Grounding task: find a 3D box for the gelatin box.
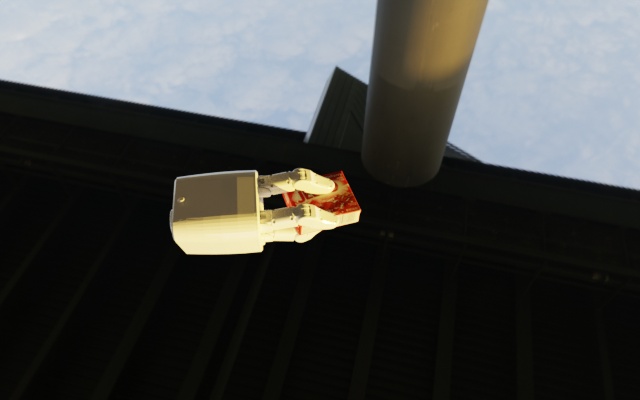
[{"bbox_3d":[0.000,0.002,0.651,0.089,0.073,0.030,-12,-36,-16],"label":"gelatin box"}]
